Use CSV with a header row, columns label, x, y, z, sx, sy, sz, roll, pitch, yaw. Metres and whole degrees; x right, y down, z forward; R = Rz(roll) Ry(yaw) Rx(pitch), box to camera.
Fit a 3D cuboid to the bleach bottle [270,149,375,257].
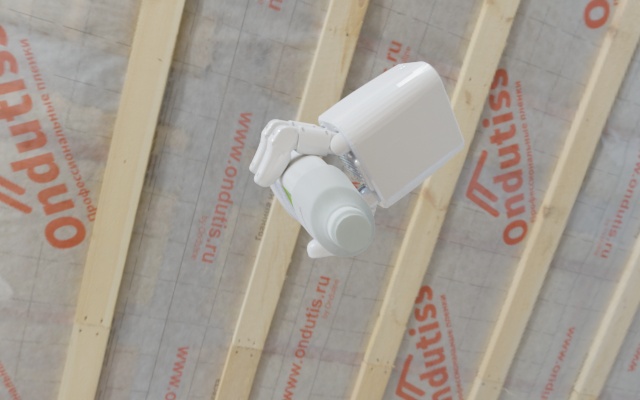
label,x,y,z,sx,sy,sz,roll,pitch,yaw
bleach bottle,0.000,0.001,0.465,0.068,0.102,0.250,-35,19,-3
